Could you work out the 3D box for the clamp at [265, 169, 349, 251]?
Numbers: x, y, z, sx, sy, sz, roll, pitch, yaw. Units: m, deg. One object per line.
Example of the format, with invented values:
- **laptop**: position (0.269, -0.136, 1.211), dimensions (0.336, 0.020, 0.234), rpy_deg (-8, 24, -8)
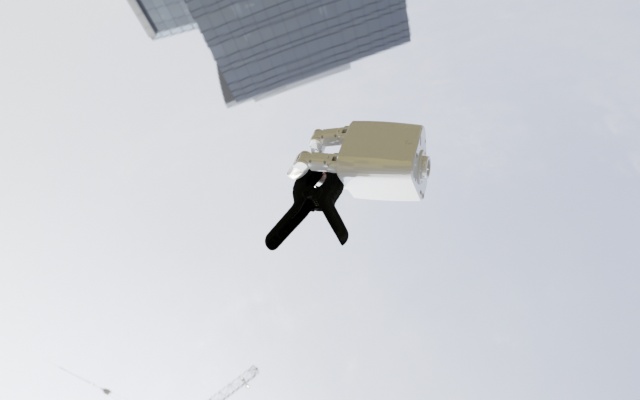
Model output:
- **clamp**: position (0.000, 0.003, 0.683), dimensions (0.120, 0.171, 0.039), rpy_deg (5, -36, 23)
